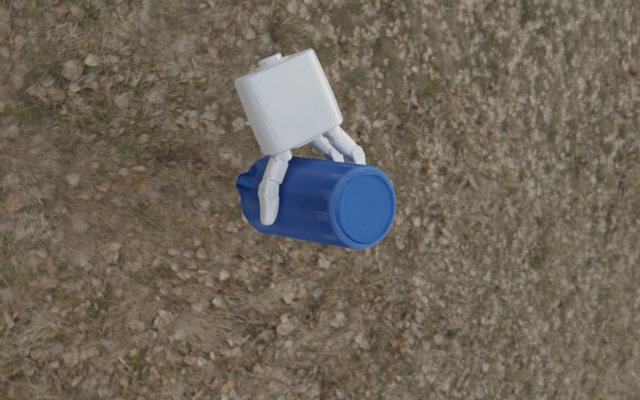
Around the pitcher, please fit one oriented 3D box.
[{"bbox_3d":[0.000,0.002,0.697,0.149,0.145,0.243,-31,21,-28],"label":"pitcher"}]
